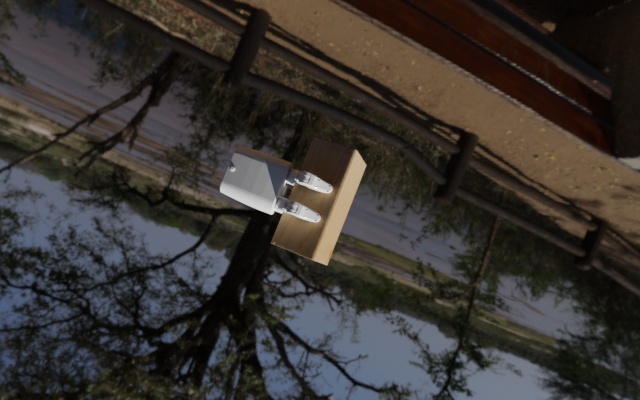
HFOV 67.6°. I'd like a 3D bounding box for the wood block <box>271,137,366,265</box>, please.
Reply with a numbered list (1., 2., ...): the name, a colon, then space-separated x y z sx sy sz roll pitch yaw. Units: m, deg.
1. wood block: 0.000 0.003 0.876 0.090 0.206 0.091 20 -7 19
